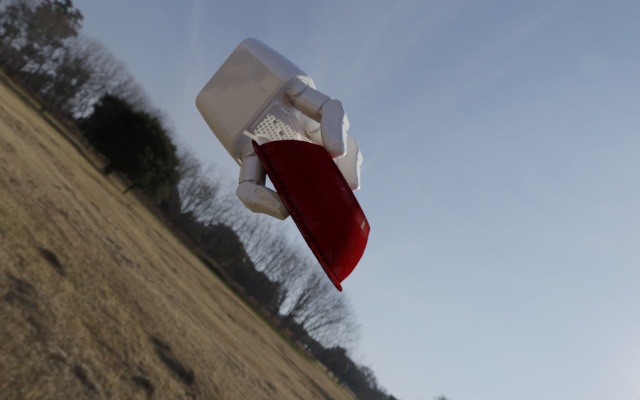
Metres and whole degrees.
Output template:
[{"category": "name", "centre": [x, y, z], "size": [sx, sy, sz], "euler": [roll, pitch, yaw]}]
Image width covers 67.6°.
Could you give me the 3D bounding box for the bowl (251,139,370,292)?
[{"category": "bowl", "centre": [0.001, 0.002, 0.444], "size": [0.055, 0.162, 0.162], "euler": [-30, 0, -1]}]
